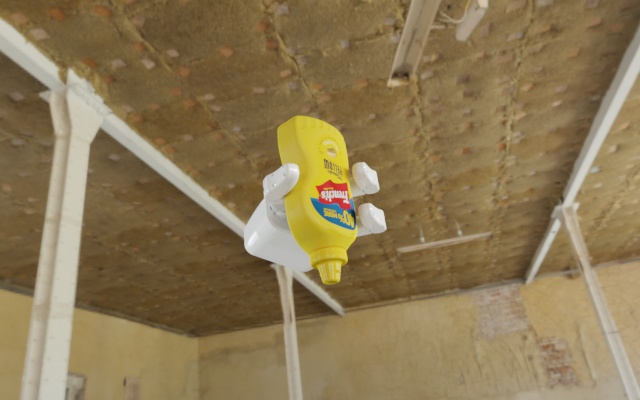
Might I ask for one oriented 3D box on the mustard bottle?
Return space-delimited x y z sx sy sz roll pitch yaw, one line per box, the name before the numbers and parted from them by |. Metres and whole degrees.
mustard bottle | 0.000 0.001 0.550 0.058 0.191 0.096 -24 -30 33
